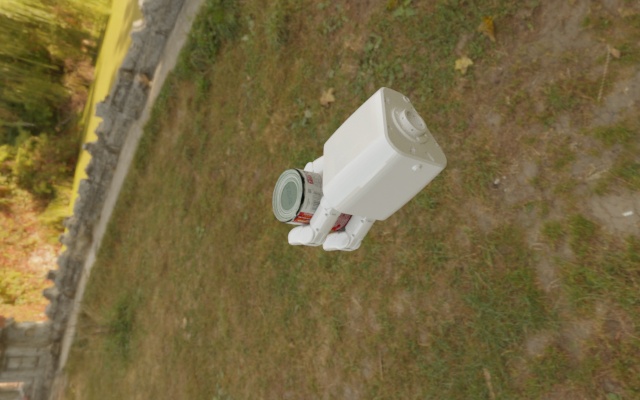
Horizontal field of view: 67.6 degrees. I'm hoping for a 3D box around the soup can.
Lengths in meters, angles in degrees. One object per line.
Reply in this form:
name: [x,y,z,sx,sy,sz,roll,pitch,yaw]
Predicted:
soup can: [0.000,0.002,0.599,0.102,0.068,0.068,12,-7,-36]
